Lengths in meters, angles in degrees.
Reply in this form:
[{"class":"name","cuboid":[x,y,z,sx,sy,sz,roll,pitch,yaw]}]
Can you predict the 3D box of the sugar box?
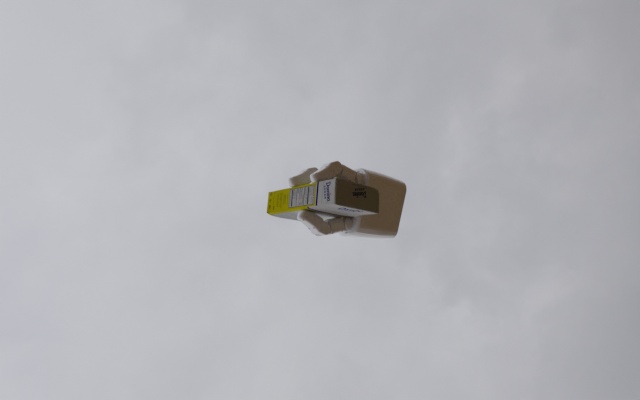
[{"class":"sugar box","cuboid":[0.000,0.002,0.768,0.093,0.048,0.176,12,-16,-39]}]
